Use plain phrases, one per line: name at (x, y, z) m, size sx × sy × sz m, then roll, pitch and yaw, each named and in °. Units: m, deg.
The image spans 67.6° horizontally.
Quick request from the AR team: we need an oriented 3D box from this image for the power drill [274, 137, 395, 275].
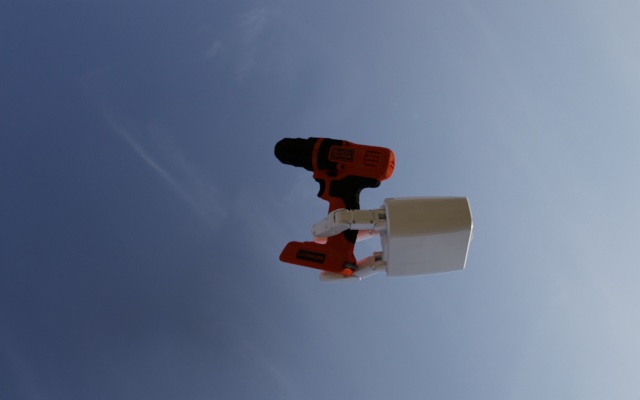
power drill at (0.000, 0.003, 0.673) m, size 0.184 × 0.187 × 0.057 m, roll 9°, pitch -7°, yaw 26°
